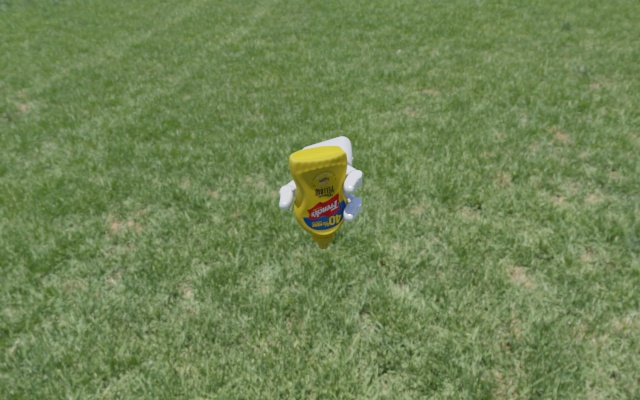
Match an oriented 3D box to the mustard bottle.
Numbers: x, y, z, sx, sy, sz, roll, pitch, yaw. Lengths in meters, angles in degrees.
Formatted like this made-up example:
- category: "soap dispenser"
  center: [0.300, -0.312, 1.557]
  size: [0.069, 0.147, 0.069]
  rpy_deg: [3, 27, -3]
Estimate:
- category: "mustard bottle"
  center: [0.000, 0.003, 0.841]
  size: [0.096, 0.192, 0.058]
  rpy_deg: [-13, 31, -16]
